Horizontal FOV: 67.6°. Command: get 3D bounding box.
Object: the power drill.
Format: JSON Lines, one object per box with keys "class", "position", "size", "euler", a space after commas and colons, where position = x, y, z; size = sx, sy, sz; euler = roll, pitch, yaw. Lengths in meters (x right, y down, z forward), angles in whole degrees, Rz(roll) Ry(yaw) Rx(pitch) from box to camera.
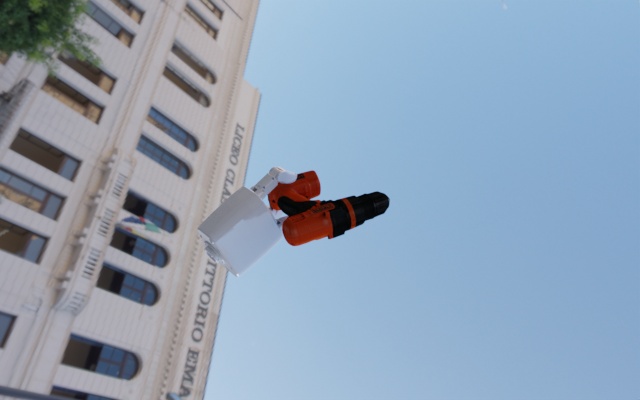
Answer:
{"class": "power drill", "position": [0.000, 0.003, 0.814], "size": [0.184, 0.057, 0.187], "euler": [-16, 24, -20]}
